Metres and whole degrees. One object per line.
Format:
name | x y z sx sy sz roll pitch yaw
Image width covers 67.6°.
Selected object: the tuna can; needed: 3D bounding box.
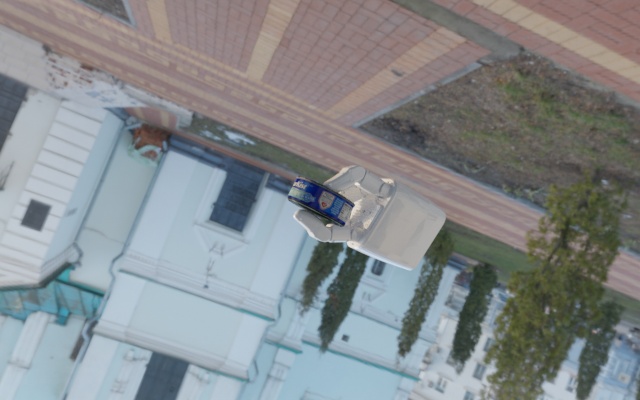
tuna can | 0.000 0.003 0.626 0.086 0.034 0.086 27 -5 3
